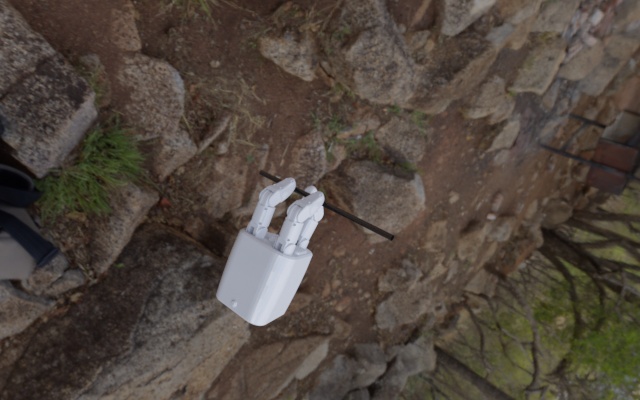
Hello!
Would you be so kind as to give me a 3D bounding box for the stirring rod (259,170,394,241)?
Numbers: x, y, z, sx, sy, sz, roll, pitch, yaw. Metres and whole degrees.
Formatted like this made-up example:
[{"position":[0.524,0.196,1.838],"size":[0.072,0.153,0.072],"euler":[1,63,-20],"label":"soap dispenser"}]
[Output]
[{"position":[0.000,0.002,0.669],"size":[0.239,0.011,0.011],"euler":[26,15,32],"label":"stirring rod"}]
